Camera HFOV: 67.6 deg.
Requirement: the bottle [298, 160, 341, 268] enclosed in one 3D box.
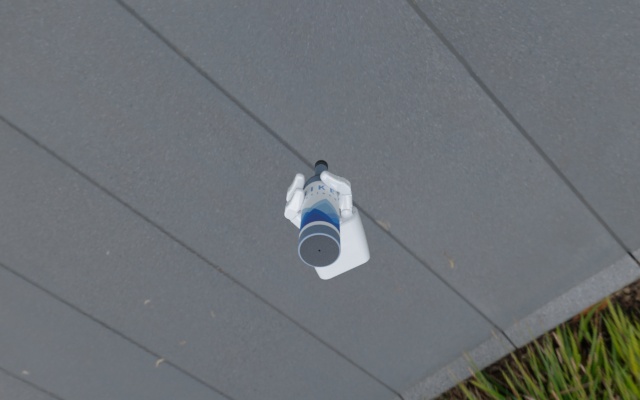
[{"bbox_3d":[0.000,0.003,0.862,0.069,0.069,0.295,0,31,1],"label":"bottle"}]
